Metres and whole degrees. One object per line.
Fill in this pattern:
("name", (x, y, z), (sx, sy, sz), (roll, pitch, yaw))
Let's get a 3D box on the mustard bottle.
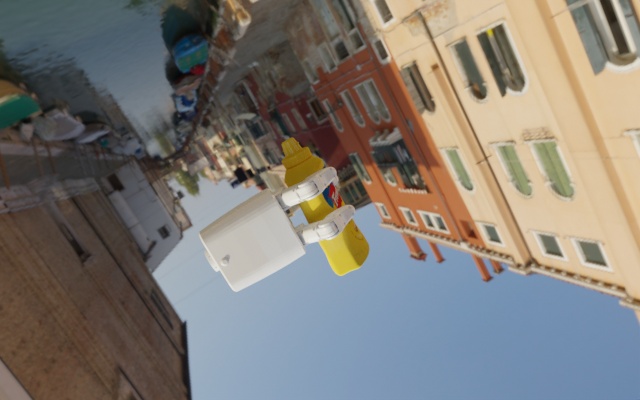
("mustard bottle", (0.001, 0.002, 0.655), (0.058, 0.192, 0.096), (-26, 13, 16))
